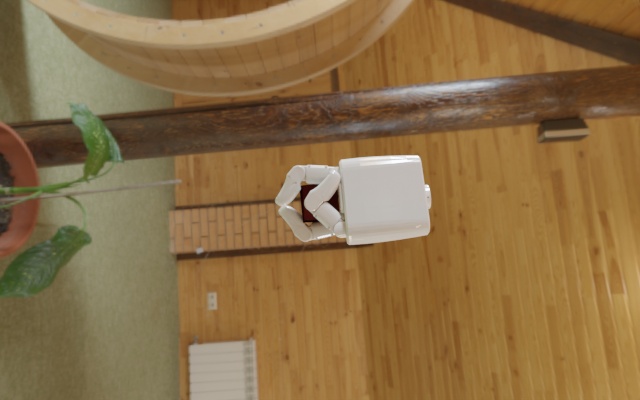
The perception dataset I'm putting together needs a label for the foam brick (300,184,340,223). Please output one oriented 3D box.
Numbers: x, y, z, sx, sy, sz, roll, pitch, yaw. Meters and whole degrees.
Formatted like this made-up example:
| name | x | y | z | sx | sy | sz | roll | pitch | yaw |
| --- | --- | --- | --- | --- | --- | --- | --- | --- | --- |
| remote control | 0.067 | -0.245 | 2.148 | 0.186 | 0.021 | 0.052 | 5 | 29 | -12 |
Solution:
| name | x | y | z | sx | sy | sz | roll | pitch | yaw |
| --- | --- | --- | --- | --- | --- | --- | --- | --- | --- |
| foam brick | 0.000 | 0.002 | 0.675 | 0.051 | 0.053 | 0.078 | -6 | 2 | 1 |
